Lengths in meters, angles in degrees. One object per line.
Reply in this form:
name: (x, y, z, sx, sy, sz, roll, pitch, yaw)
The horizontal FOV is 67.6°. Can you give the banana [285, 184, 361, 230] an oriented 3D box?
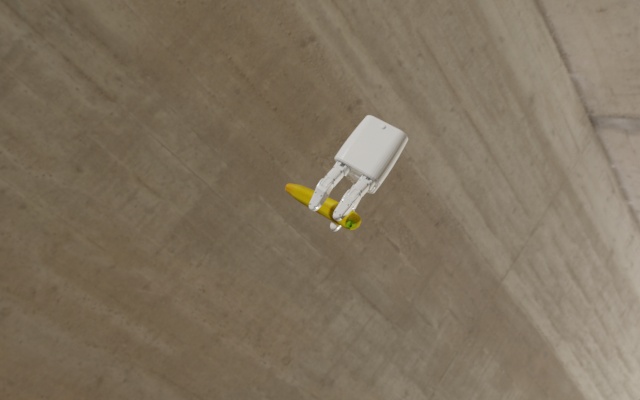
banana: (0.013, 0.012, 0.890, 0.197, 0.037, 0.070, 27, -6, 45)
